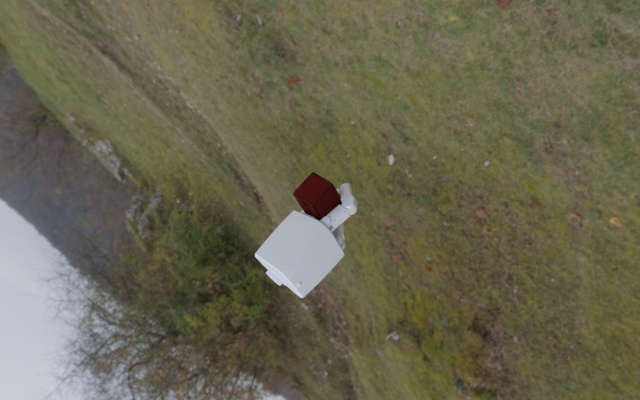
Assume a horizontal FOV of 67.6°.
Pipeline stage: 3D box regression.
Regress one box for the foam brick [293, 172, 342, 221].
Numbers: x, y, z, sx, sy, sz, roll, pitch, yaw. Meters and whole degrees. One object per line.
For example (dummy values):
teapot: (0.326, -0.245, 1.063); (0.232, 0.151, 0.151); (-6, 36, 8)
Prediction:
foam brick: (0.000, 0.002, 0.800); (0.053, 0.051, 0.078); (31, -19, 41)
